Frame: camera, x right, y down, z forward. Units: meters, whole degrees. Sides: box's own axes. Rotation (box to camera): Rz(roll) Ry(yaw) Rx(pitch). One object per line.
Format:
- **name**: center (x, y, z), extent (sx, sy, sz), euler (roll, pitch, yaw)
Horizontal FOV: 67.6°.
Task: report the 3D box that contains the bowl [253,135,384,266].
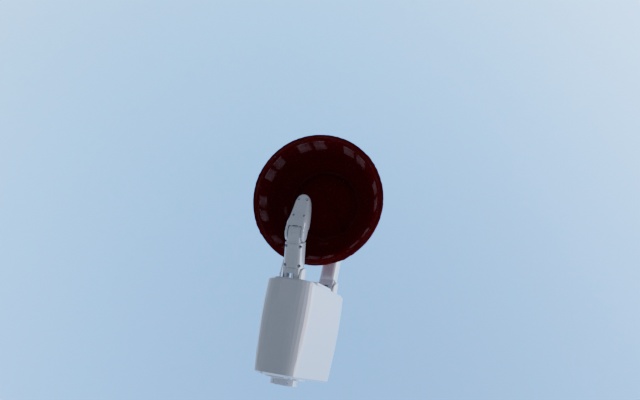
- **bowl**: center (0.001, 0.001, 0.601), extent (0.162, 0.162, 0.055), euler (0, -9, 12)
